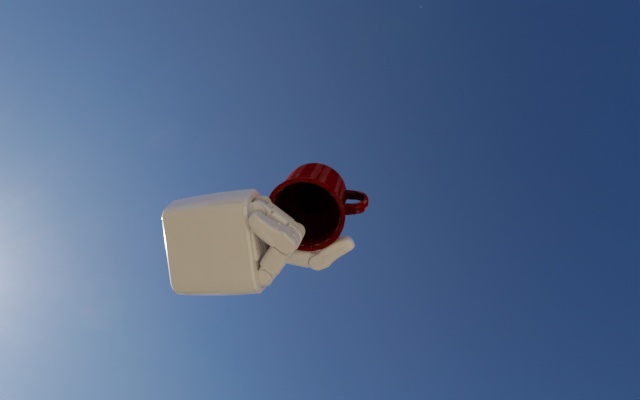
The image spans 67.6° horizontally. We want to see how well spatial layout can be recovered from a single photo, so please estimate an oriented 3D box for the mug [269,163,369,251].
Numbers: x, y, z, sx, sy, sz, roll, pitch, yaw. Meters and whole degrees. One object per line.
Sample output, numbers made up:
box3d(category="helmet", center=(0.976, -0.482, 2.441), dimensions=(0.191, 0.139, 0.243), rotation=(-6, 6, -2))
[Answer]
box3d(category="mug", center=(0.002, 0.002, 0.583), dimensions=(0.117, 0.093, 0.081), rotation=(-4, 21, 11))
